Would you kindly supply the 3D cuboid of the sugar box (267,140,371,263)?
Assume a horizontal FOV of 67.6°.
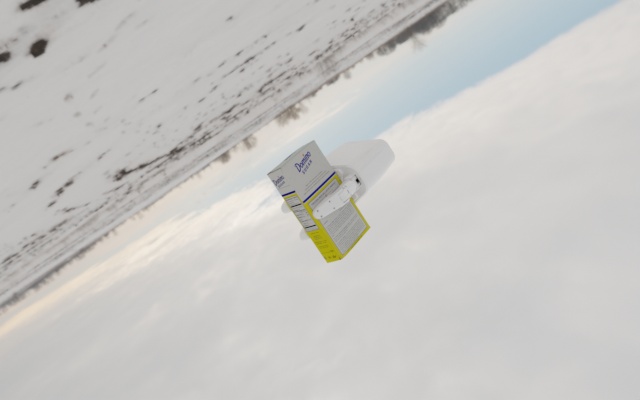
[{"bbox_3d":[0.000,0.003,0.763,0.048,0.176,0.093,-22,17,48],"label":"sugar box"}]
